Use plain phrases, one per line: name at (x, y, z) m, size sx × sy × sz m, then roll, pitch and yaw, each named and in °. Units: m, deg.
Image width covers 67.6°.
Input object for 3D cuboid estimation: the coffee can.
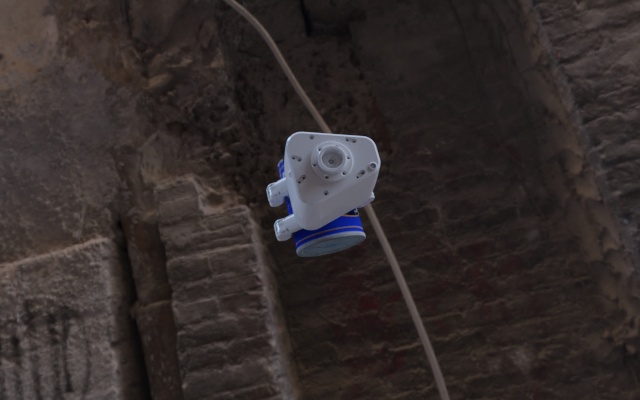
coffee can at (0.000, 0.003, 0.711) m, size 0.103 × 0.140 × 0.103 m, roll -13°, pitch -16°, yaw -4°
